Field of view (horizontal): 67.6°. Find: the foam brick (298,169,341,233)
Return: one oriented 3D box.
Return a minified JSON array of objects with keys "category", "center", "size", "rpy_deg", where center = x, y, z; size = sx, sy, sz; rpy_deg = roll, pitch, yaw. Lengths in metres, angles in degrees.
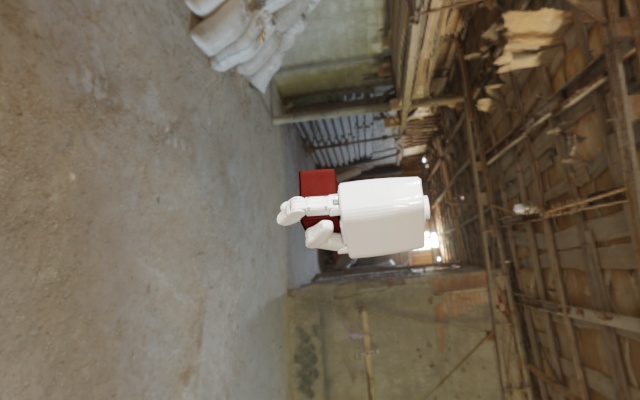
[{"category":"foam brick","center":[0.000,0.002,0.665],"size":[0.051,0.078,0.053],"rpy_deg":[-7,-26,7]}]
